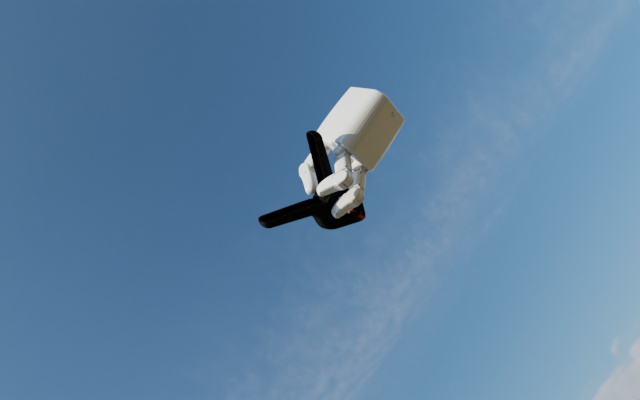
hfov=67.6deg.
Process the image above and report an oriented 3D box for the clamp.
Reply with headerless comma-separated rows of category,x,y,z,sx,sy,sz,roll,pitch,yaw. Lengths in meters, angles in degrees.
clamp,0.000,0.002,0.783,0.036,0.164,0.210,34,-2,43
